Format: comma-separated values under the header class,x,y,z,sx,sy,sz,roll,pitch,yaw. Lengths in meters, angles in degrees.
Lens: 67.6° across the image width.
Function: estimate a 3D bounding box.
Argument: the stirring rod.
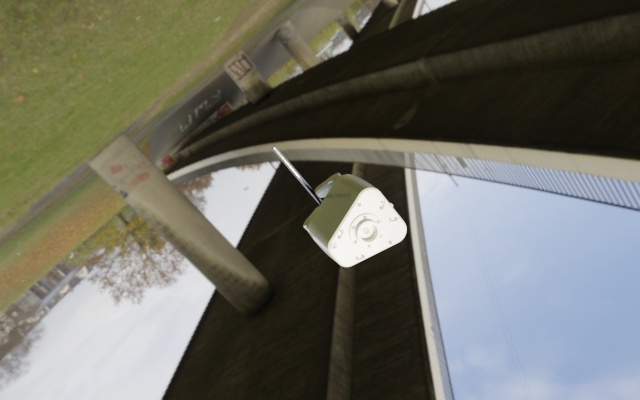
class,x,y,z,sx,sy,sz,roll,pitch,yaw
stirring rod,0.000,0.003,0.795,0.011,0.239,0.011,-36,18,14
